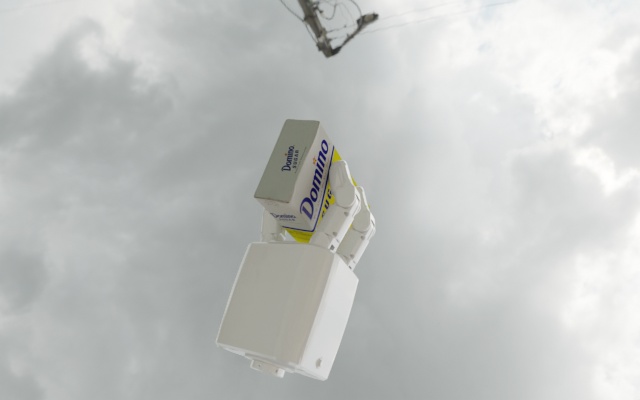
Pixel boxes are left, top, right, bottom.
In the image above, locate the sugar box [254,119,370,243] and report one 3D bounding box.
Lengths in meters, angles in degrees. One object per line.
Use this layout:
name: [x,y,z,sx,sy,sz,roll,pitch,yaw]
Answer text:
sugar box: [0.001,0.002,0.517,0.048,0.093,0.176,9,-24,26]
